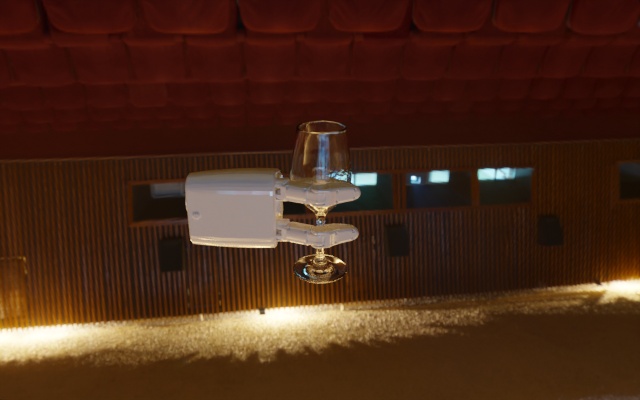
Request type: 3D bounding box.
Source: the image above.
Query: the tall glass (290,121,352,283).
[{"bbox_3d":[0.000,0.003,0.618,0.079,0.201,0.079,1,23,0],"label":"tall glass"}]
